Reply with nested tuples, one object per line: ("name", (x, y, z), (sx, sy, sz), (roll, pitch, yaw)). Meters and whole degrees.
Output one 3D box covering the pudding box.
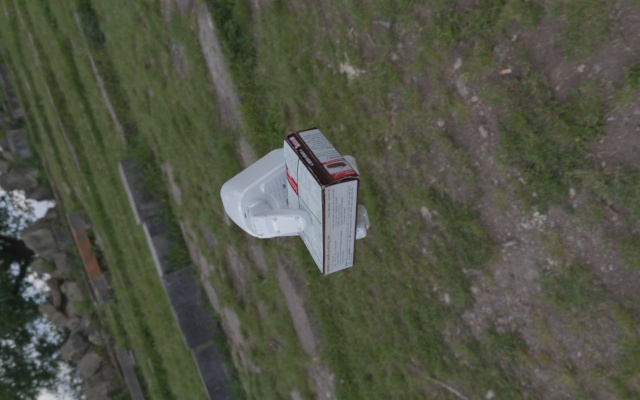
("pudding box", (0.000, 0.002, 0.455), (0.039, 0.114, 0.090), (-18, 43, -18))
